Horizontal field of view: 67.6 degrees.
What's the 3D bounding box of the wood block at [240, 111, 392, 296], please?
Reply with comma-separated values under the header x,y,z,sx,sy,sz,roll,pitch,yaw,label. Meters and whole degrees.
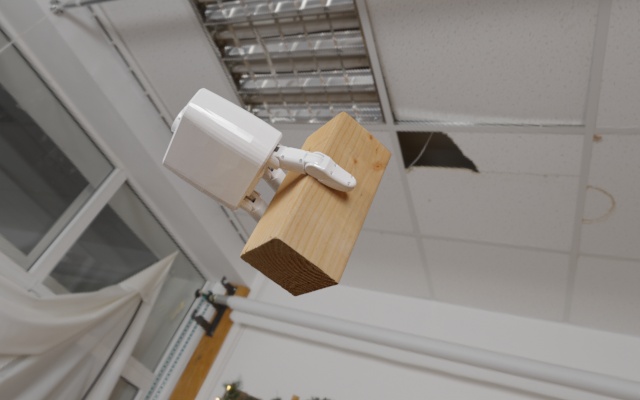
x,y,z,sx,sy,sz,roll,pitch,yaw,label
0.000,0.001,0.587,0.090,0.206,0.091,39,-37,-18,wood block
